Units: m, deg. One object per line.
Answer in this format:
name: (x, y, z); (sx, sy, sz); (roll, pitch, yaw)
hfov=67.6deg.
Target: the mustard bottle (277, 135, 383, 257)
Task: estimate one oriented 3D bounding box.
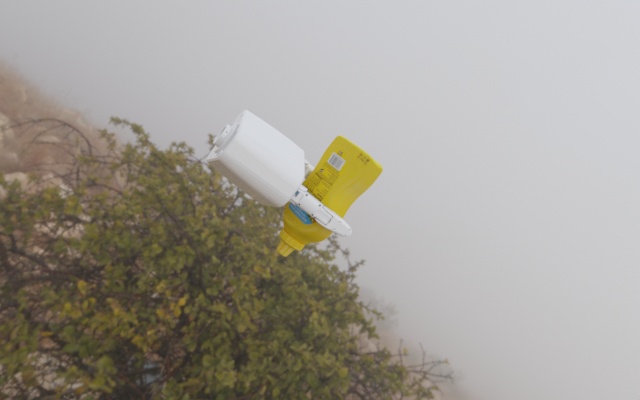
mustard bottle: (0.001, 0.002, 0.694); (0.058, 0.191, 0.096); (34, 7, -44)
